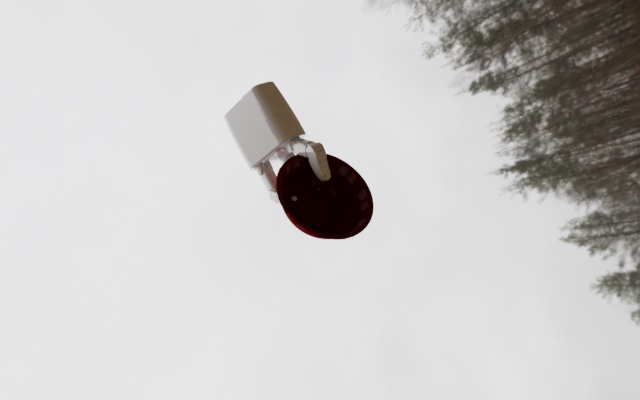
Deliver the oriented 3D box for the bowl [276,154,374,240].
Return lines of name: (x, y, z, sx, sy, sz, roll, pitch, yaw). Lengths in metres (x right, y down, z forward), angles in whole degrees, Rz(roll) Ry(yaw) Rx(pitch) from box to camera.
bowl: (0.000, 0.004, 0.751, 0.162, 0.162, 0.055, 0, -33, -25)
